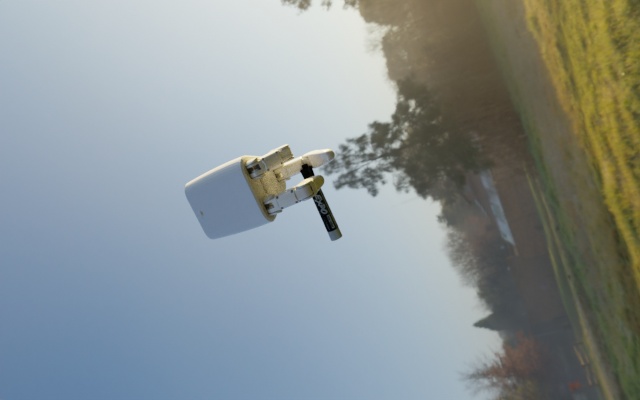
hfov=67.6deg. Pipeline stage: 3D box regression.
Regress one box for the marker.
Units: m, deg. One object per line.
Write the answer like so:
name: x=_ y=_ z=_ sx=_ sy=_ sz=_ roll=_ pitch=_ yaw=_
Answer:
marker: x=0.000 y=0.002 z=0.700 sx=0.020 sy=0.121 sz=0.020 roll=-23 pitch=11 yaw=5
